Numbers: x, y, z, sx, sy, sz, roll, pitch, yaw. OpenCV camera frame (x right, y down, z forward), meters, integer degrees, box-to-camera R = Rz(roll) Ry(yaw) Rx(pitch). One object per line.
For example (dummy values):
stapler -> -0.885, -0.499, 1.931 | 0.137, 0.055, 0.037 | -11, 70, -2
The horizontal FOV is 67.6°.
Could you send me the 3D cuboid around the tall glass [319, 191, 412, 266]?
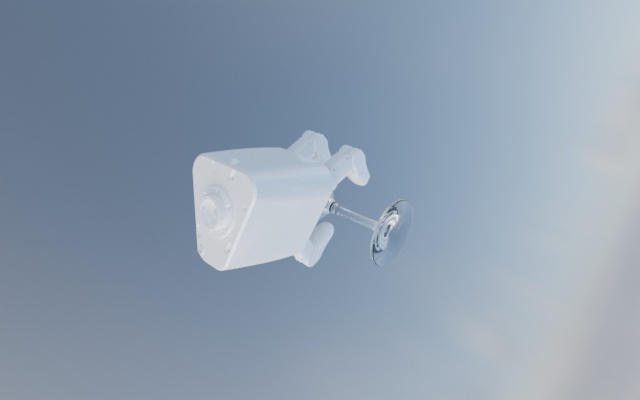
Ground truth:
tall glass -> 0.001, 0.002, 0.550 | 0.201, 0.079, 0.079 | 23, 14, 35
